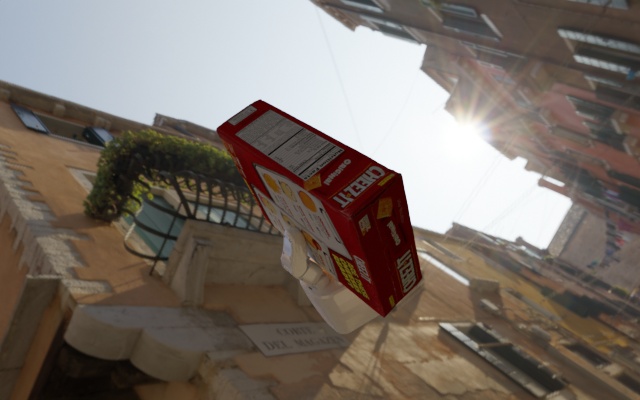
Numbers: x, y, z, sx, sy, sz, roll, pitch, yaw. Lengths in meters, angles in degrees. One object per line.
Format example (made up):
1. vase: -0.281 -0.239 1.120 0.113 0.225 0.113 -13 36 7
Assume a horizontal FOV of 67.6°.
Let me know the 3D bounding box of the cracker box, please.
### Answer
1. cracker box: 0.000 0.002 0.505 0.072 0.164 0.213 -41 48 -18
